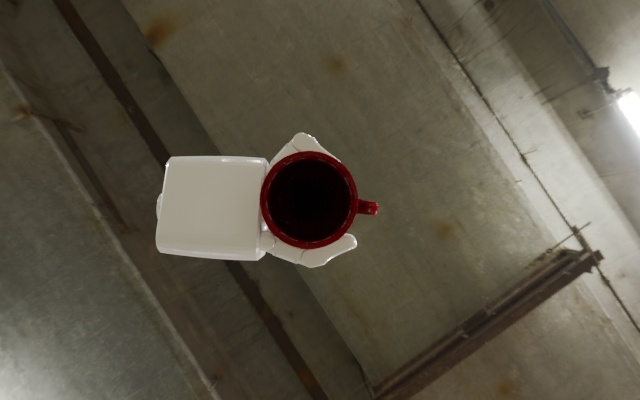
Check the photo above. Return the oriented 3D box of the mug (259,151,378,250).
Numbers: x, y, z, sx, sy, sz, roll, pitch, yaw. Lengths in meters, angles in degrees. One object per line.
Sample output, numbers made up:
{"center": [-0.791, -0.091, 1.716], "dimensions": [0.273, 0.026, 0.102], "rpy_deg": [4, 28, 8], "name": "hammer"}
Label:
{"center": [0.002, 0.002, 0.489], "dimensions": [0.117, 0.093, 0.081], "rpy_deg": [4, -2, -2], "name": "mug"}
